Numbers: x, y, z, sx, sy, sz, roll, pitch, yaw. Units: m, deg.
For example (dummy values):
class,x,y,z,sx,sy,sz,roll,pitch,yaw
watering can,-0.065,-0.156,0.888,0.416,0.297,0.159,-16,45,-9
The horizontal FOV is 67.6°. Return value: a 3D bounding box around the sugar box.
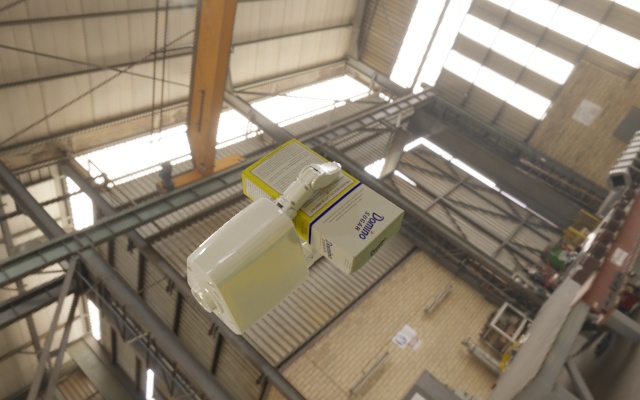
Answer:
class,x,y,z,sx,sy,sz,roll,pitch,yaw
sugar box,0.000,0.002,0.566,0.176,0.048,0.093,38,57,23
